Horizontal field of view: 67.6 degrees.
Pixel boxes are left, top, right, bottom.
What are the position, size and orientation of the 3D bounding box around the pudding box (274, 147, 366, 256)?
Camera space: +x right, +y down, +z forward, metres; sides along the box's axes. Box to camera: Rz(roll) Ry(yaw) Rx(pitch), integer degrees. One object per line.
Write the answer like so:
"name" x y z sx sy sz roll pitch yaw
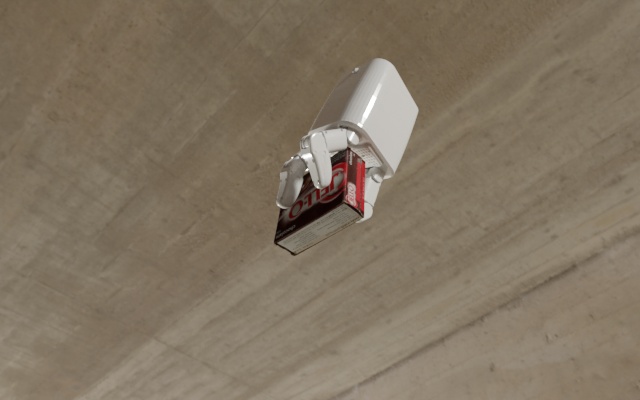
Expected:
"pudding box" 0.000 0.002 0.552 0.039 0.090 0.113 36 -52 -26
